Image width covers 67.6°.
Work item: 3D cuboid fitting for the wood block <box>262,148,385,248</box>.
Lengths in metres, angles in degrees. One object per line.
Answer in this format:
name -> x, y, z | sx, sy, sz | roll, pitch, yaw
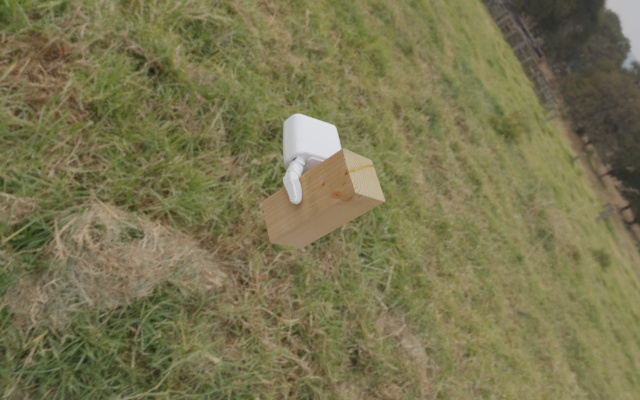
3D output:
wood block -> 0.000, 0.002, 0.871 | 0.206, 0.090, 0.091 | -32, -30, 32
